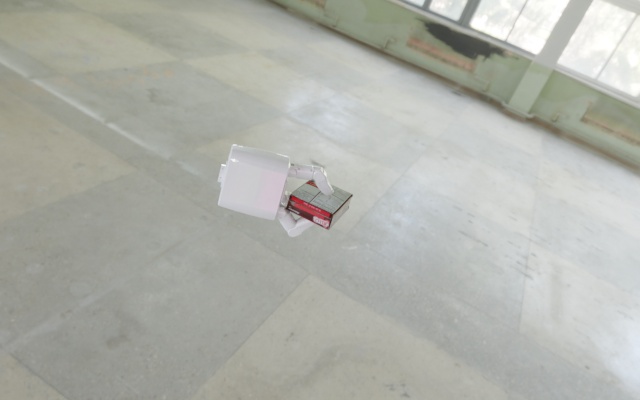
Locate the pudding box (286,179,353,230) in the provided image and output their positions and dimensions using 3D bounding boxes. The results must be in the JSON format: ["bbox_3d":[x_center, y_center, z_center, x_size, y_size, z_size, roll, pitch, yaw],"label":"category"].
[{"bbox_3d":[0.000,0.003,0.892,0.090,0.039,0.113,26,30,13],"label":"pudding box"}]
